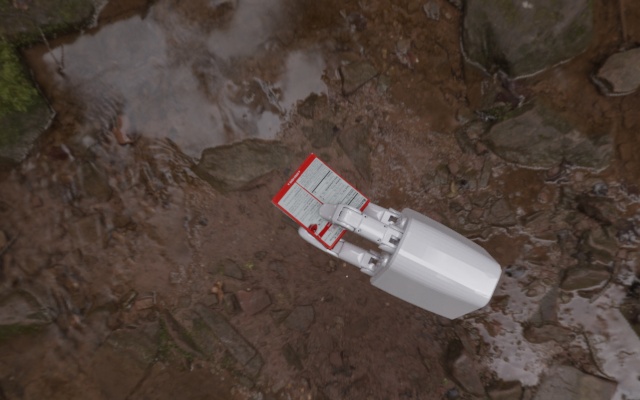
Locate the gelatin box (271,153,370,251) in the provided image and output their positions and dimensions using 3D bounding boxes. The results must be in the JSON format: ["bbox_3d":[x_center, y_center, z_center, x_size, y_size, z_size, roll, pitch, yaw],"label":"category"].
[{"bbox_3d":[0.000,0.002,0.547,0.089,0.073,0.030,39,-7,0],"label":"gelatin box"}]
